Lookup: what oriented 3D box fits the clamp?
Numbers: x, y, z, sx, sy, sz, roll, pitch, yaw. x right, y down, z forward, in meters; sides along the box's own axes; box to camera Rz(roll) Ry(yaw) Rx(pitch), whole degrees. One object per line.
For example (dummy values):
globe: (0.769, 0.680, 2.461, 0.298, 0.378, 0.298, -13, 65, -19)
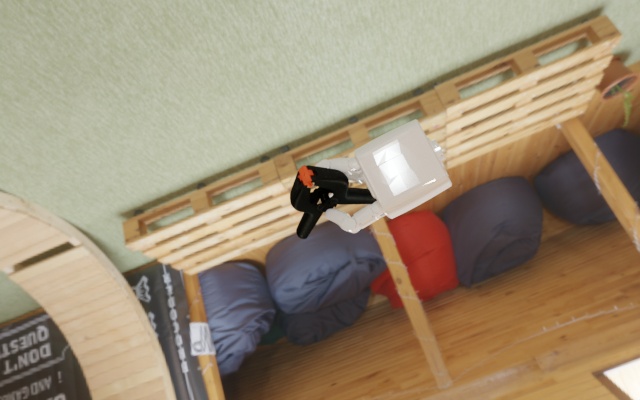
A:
clamp: (0.000, 0.003, 0.759, 0.164, 0.036, 0.210, -30, -25, 13)
